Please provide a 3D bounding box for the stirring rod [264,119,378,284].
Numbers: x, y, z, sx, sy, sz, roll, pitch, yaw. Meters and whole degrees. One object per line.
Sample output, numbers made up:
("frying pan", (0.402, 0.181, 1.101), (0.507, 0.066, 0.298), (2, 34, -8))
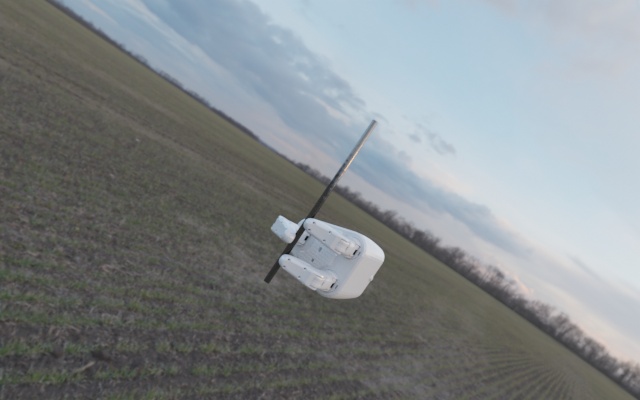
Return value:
("stirring rod", (0.000, 0.002, 0.591), (0.011, 0.239, 0.011), (34, 2, -1))
